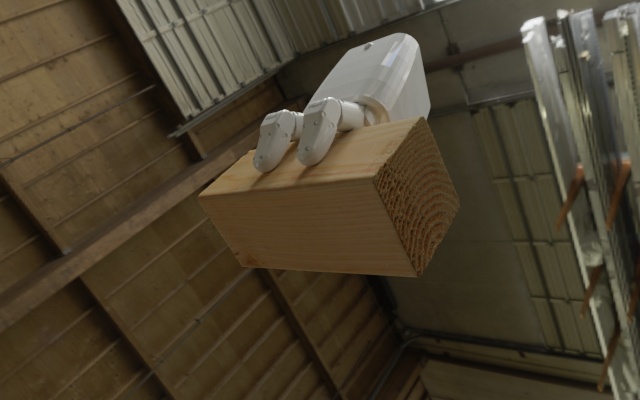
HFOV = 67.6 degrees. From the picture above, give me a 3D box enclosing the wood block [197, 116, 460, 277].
[{"bbox_3d":[0.000,0.001,0.422,0.206,0.091,0.090,-5,34,43],"label":"wood block"}]
